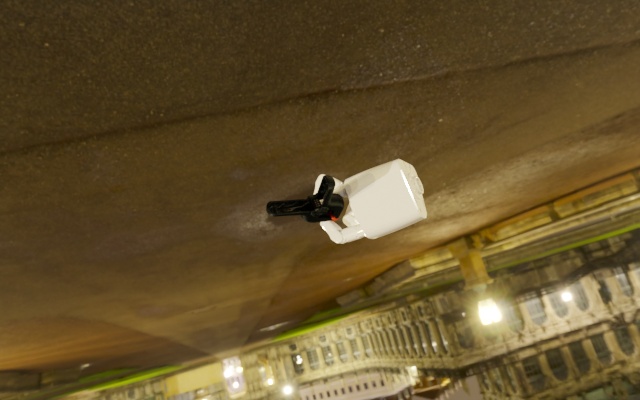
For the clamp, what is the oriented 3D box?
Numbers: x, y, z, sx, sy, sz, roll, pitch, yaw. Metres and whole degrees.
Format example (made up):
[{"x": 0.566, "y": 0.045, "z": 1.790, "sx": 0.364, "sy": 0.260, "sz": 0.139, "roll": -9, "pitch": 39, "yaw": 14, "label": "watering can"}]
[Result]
[{"x": 0.000, "y": 0.003, "z": 0.805, "sx": 0.120, "sy": 0.039, "sz": 0.171, "roll": -22, "pitch": -16, "yaw": 25, "label": "clamp"}]
